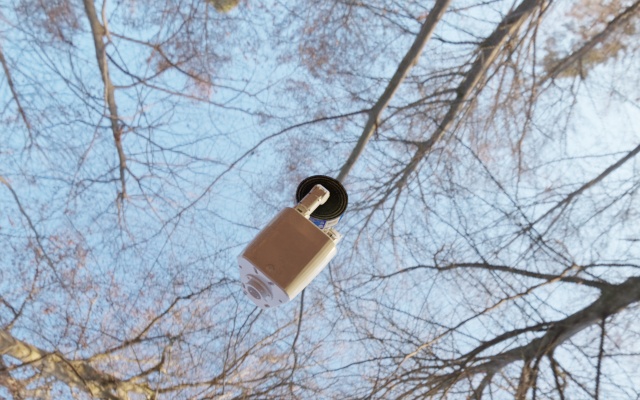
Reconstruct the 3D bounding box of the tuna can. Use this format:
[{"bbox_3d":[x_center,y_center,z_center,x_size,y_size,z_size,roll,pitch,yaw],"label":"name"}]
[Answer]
[{"bbox_3d":[0.000,0.003,0.772,0.086,0.086,0.034,0,-31,-13],"label":"tuna can"}]
